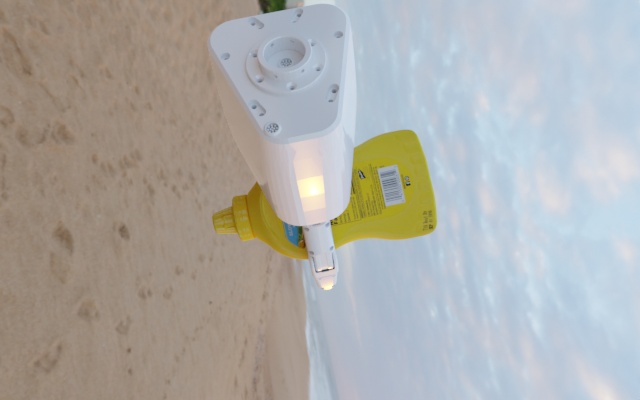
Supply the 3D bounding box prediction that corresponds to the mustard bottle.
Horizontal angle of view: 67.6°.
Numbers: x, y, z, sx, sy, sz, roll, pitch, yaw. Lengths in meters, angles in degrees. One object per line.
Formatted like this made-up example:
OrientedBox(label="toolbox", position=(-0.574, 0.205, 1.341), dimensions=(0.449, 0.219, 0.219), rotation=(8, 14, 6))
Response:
OrientedBox(label="mustard bottle", position=(0.000, 0.001, 0.426), dimensions=(0.191, 0.096, 0.058), rotation=(-12, -3, -3))
